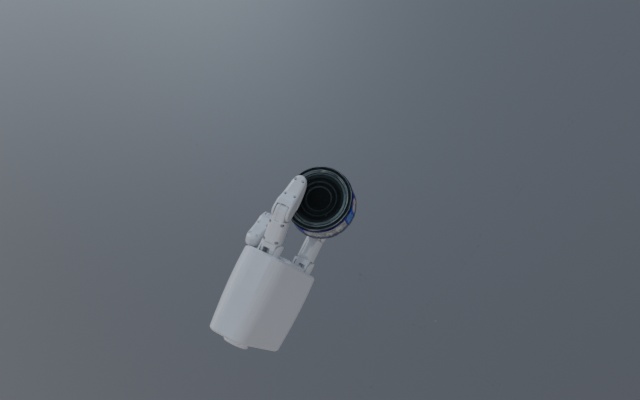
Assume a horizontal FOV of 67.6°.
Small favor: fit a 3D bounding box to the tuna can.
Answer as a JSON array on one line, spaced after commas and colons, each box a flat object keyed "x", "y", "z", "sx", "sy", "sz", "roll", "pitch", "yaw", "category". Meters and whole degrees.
[{"x": 0.000, "y": 0.002, "z": 0.589, "sx": 0.086, "sy": 0.086, "sz": 0.034, "roll": 0, "pitch": -19, "yaw": 11, "category": "tuna can"}]
